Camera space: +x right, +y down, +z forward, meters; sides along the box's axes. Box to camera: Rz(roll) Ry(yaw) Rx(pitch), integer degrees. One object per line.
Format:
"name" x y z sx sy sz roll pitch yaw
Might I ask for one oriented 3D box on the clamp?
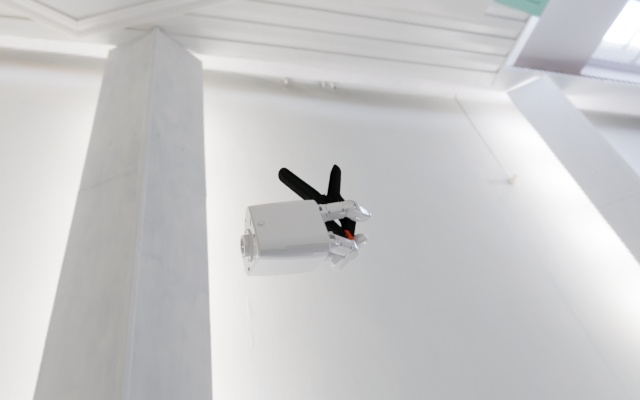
"clamp" 0.000 0.003 0.785 0.120 0.171 0.039 -3 -42 -21
